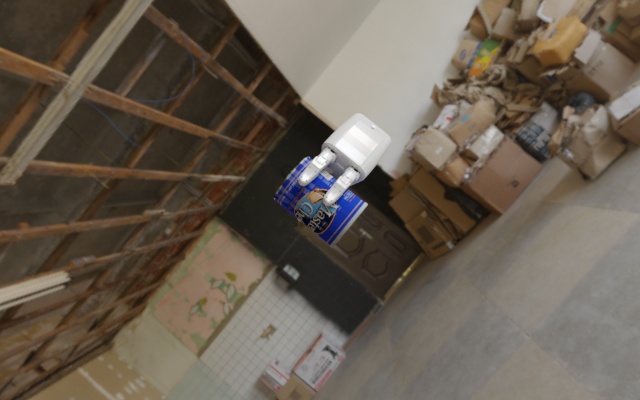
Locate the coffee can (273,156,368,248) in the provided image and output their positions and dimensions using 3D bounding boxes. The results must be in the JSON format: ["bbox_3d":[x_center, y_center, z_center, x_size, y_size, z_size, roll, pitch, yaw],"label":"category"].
[{"bbox_3d":[0.000,0.003,0.872,0.140,0.103,0.103,39,3,4],"label":"coffee can"}]
